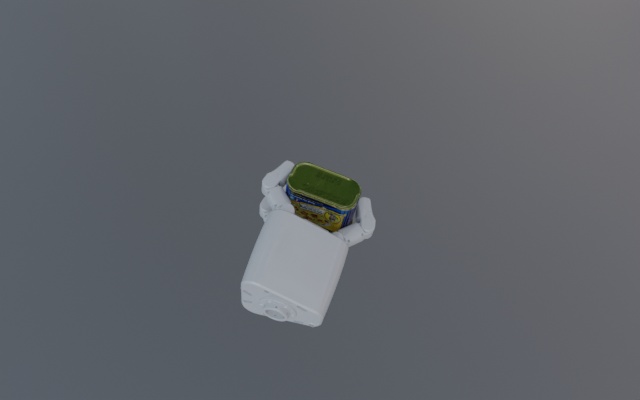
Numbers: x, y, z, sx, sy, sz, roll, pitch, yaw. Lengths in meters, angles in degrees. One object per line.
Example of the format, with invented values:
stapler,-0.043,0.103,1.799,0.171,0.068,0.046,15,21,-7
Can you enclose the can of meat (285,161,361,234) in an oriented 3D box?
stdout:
can of meat,0.000,0.002,0.650,0.102,0.057,0.084,20,-34,5
